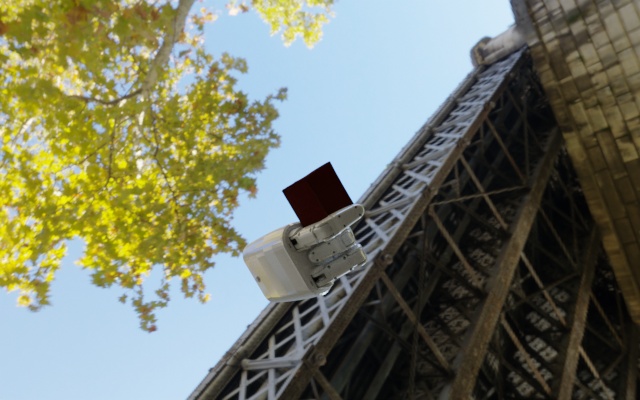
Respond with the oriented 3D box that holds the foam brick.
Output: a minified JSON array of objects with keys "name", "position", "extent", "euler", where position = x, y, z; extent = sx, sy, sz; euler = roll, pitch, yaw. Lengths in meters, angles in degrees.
[{"name":"foam brick","position":[0.000,0.002,0.593],"extent":[0.051,0.078,0.053],"euler":[-24,8,47]}]
